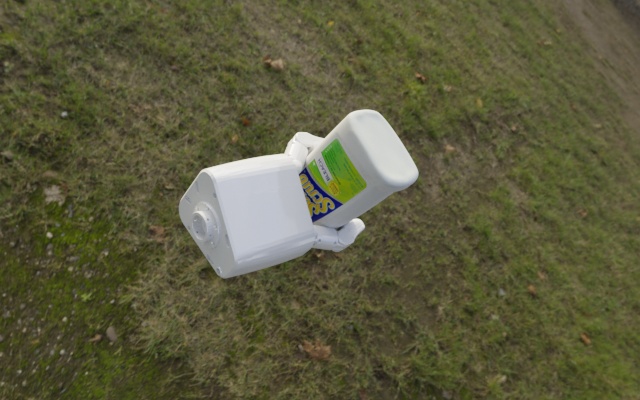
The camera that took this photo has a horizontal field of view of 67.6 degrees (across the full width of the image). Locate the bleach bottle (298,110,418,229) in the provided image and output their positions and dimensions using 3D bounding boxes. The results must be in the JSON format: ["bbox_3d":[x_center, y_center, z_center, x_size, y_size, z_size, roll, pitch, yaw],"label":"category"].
[{"bbox_3d":[0.000,0.002,0.590,0.068,0.102,0.251,-16,-19,-44],"label":"bleach bottle"}]
